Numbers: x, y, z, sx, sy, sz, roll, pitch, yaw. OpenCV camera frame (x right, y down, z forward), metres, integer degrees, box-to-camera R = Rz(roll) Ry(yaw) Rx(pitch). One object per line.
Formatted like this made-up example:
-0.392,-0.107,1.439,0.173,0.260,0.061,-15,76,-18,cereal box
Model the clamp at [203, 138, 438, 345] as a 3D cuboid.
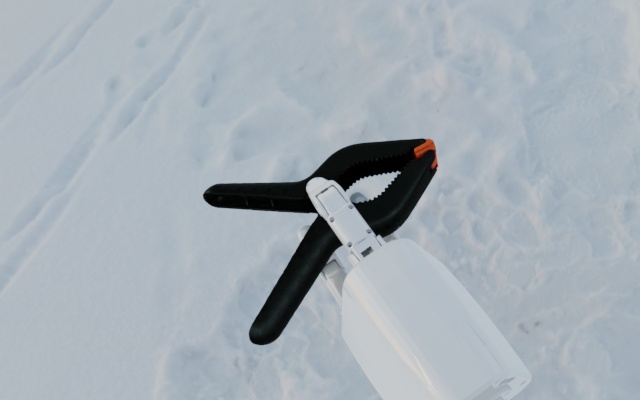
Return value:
0.000,0.001,0.410,0.210,0.164,0.036,-33,-36,-5,clamp
